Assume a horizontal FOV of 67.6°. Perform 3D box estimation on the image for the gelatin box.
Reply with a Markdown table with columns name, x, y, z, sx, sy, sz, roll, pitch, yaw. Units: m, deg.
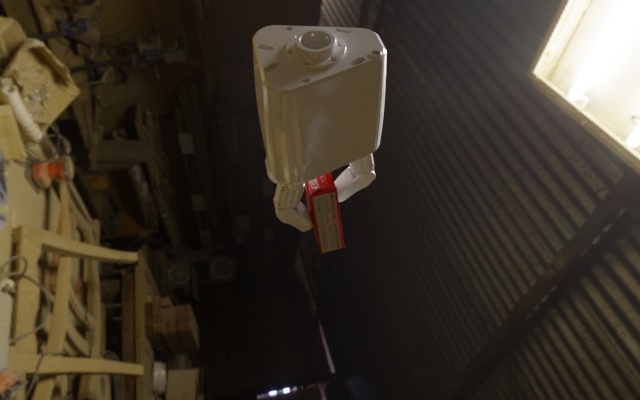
| name | x | y | z | sx | sy | sz | roll | pitch | yaw |
| --- | --- | --- | --- | --- | --- | --- | --- | --- | --- |
| gelatin box | 0.001 | 0.002 | 0.524 | 0.030 | 0.089 | 0.073 | -14 | 40 | -4 |
